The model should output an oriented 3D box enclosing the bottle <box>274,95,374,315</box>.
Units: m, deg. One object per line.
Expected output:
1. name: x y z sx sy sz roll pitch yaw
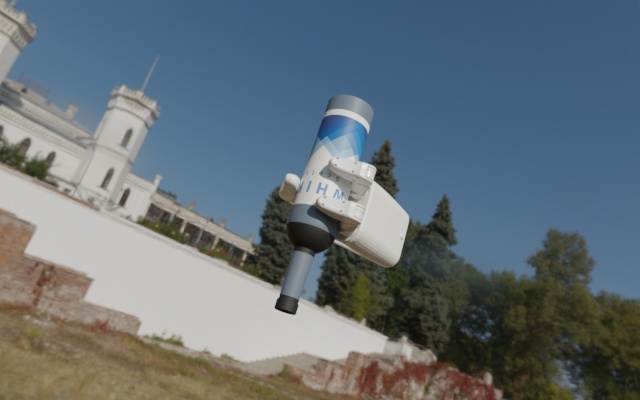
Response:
1. bottle: 0.000 0.002 0.623 0.069 0.295 0.069 16 -20 6
